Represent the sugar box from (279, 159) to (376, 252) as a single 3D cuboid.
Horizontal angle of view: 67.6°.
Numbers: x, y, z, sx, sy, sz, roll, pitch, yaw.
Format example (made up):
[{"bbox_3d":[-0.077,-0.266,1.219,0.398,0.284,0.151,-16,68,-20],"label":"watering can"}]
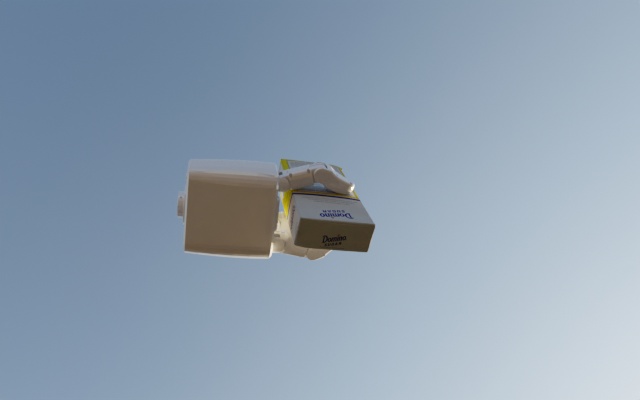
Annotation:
[{"bbox_3d":[0.000,0.002,0.619,0.093,0.048,0.176,6,27,-15],"label":"sugar box"}]
